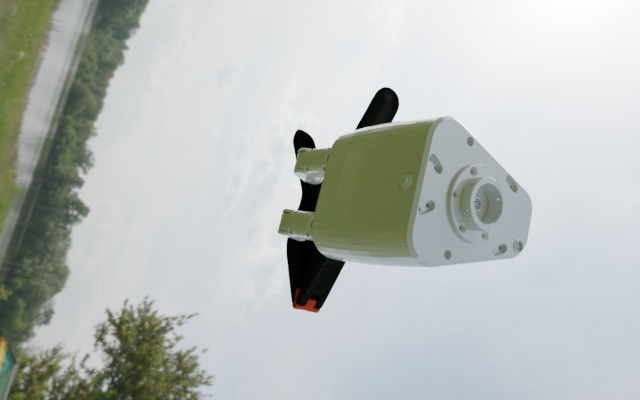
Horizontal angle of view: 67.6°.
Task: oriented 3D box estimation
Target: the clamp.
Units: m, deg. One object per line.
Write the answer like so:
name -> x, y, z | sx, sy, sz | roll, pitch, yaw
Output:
clamp -> 0.001, 0.002, 0.474 | 0.036, 0.210, 0.164 | 19, -10, -29
